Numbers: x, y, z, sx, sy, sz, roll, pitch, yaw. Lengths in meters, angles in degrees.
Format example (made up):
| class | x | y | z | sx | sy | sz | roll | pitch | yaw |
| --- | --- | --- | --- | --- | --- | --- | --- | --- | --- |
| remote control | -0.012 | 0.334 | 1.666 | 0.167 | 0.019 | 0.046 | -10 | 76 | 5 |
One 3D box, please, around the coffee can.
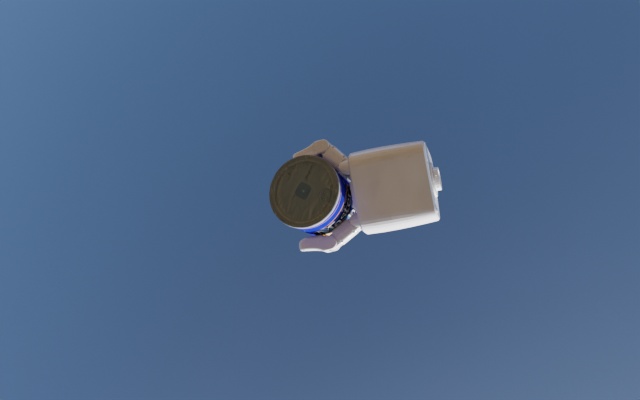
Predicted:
| class | x | y | z | sx | sy | sz | roll | pitch | yaw |
| --- | --- | --- | --- | --- | --- | --- | --- | --- | --- |
| coffee can | 0.000 | 0.002 | 0.709 | 0.103 | 0.102 | 0.140 | 0 | -13 | 21 |
